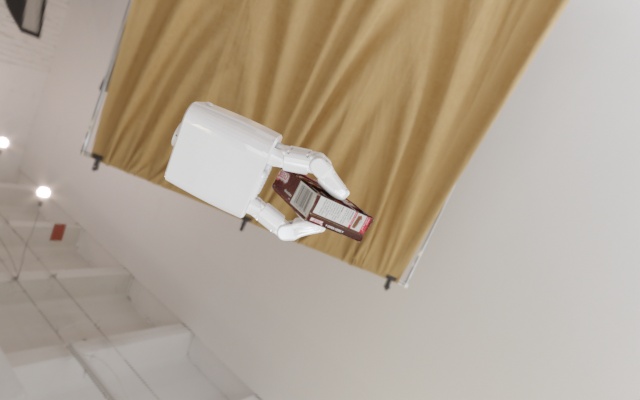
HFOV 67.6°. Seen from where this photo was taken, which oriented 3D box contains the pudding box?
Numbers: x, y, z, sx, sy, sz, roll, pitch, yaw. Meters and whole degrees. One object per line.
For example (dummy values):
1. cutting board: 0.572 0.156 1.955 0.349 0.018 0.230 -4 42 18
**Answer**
1. pudding box: 0.000 0.002 0.598 0.090 0.039 0.113 23 12 -33
